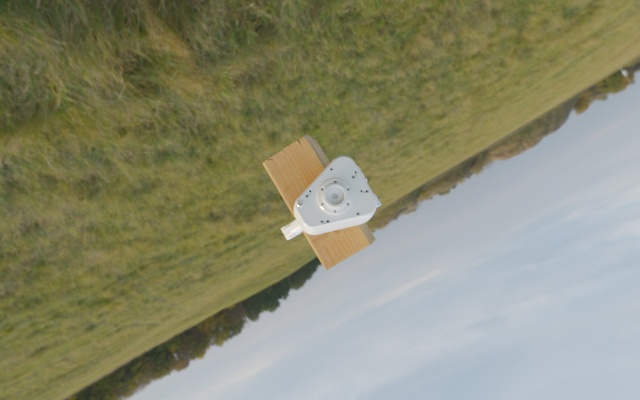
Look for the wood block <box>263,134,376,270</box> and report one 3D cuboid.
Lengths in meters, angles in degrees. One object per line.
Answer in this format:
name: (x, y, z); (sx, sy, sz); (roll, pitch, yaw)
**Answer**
wood block: (0.000, 0.003, 0.812); (0.091, 0.206, 0.090); (-31, -5, 9)
